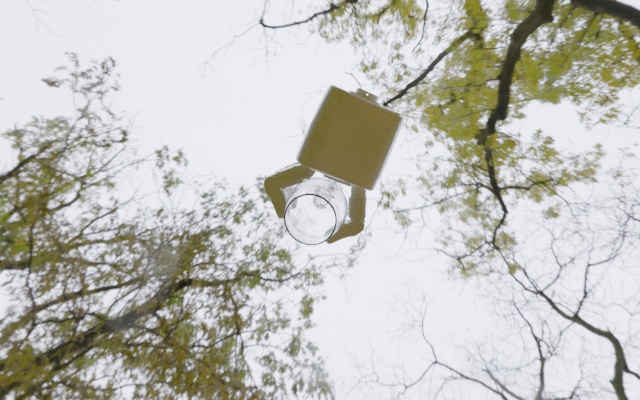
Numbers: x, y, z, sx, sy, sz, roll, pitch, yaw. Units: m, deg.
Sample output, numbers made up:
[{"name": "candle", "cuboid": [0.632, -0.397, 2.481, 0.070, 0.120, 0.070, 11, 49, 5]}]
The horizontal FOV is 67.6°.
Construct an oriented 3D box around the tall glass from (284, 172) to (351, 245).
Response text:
[{"name": "tall glass", "cuboid": [0.000, 0.002, 0.644, 0.079, 0.079, 0.201, 0, 12, 7]}]
